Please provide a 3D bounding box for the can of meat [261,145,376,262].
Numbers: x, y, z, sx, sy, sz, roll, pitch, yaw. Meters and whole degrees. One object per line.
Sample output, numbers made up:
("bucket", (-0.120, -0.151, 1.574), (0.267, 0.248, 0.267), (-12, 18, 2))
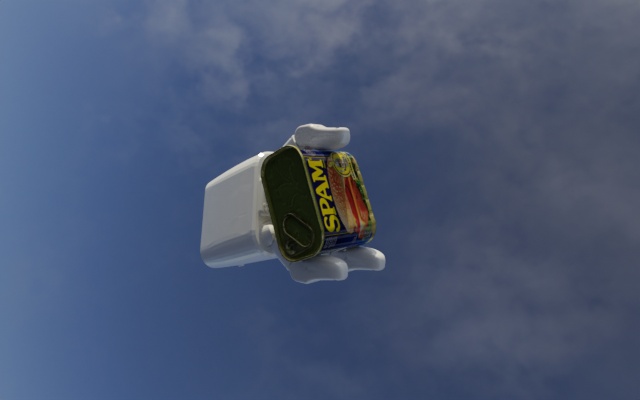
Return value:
("can of meat", (0.000, 0.001, 0.454), (0.057, 0.102, 0.084), (-24, -14, 40))
